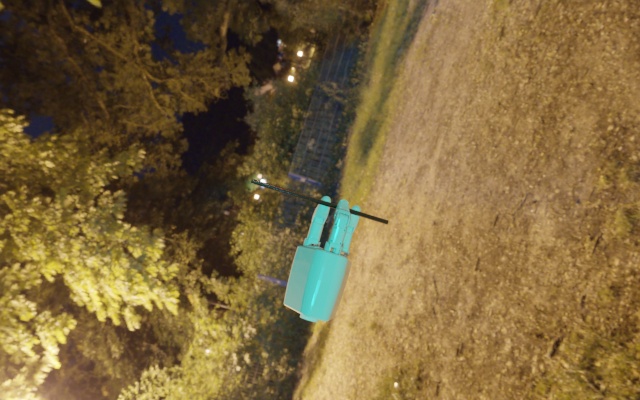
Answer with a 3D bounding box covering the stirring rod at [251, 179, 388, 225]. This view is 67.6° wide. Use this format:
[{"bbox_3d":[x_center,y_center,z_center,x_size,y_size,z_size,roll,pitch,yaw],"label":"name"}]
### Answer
[{"bbox_3d":[0.000,0.003,0.801,0.239,0.011,0.011,17,-2,-6],"label":"stirring rod"}]
